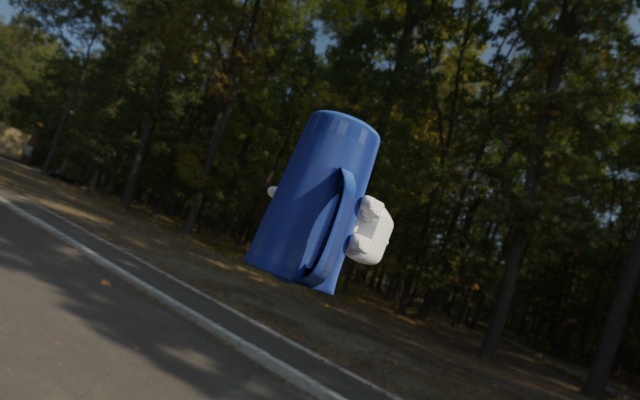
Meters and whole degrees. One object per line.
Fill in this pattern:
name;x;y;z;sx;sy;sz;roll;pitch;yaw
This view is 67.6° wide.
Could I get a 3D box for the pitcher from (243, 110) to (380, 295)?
pitcher;0.000;0.002;0.665;0.149;0.243;0.145;18;-8;25
